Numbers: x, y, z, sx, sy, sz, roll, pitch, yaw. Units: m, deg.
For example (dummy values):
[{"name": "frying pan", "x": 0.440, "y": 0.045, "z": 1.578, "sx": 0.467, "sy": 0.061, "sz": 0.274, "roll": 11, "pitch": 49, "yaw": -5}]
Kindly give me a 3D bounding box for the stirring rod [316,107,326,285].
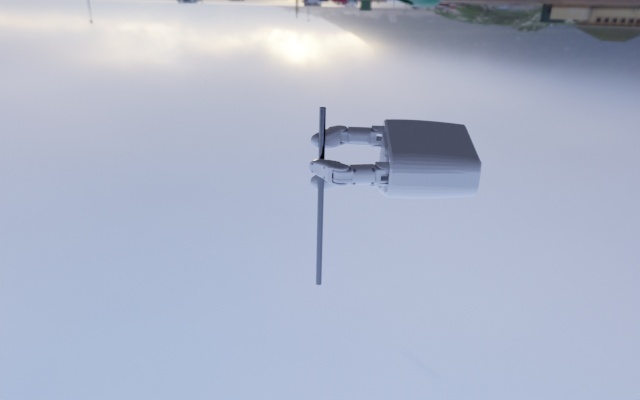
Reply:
[{"name": "stirring rod", "x": 0.000, "y": 0.002, "z": 0.608, "sx": 0.011, "sy": 0.240, "sz": 0.011, "roll": 1, "pitch": 22, "yaw": 0}]
